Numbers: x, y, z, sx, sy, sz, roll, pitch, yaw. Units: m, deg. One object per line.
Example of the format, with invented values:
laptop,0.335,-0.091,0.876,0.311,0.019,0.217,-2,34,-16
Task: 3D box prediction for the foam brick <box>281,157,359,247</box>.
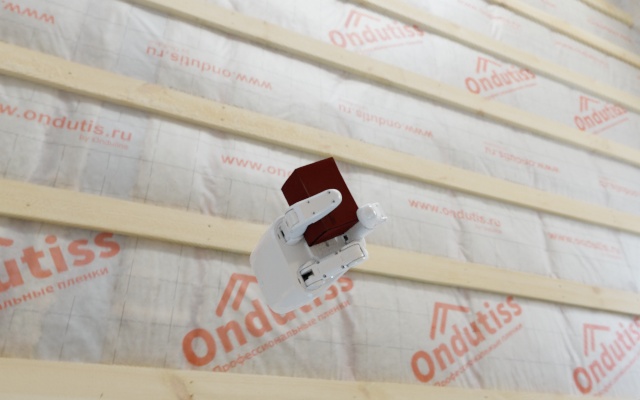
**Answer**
foam brick,0.000,0.001,0.528,0.053,0.078,0.051,-18,-15,-31
